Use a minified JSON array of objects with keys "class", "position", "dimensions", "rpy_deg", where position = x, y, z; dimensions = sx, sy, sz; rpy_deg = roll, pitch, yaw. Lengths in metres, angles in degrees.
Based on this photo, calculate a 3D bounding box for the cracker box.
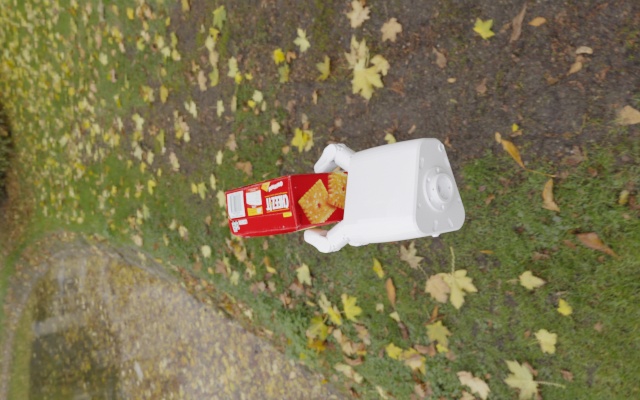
[{"class":"cracker box","position":[0.000,0.002,0.674],"dimensions":[0.213,0.072,0.164],"rpy_deg":[-6,-3,-39]}]
